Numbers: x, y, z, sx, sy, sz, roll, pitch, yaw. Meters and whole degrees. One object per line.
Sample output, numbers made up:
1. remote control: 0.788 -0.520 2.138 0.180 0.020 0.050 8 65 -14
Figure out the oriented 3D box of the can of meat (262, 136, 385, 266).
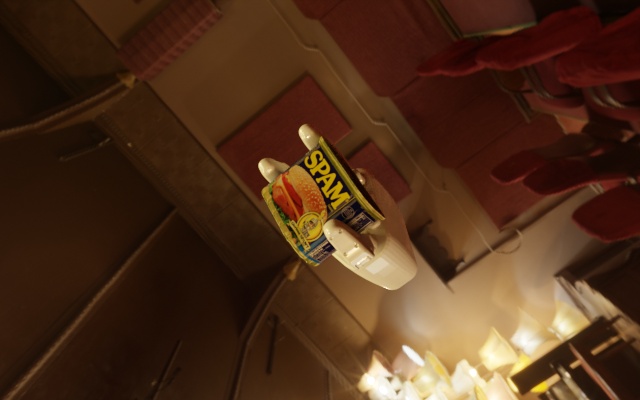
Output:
1. can of meat: 0.000 0.002 0.473 0.084 0.102 0.057 -38 -33 10
